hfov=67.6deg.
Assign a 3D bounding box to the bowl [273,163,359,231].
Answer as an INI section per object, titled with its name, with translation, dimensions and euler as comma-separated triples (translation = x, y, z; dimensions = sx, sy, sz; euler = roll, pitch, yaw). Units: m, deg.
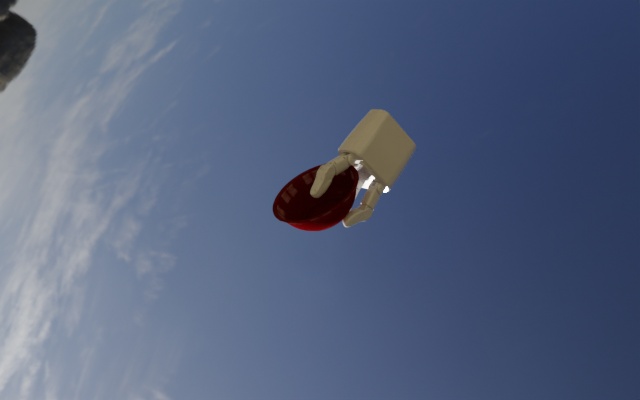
[bowl]
translation = -0.001, 0.004, 0.831
dimensions = 0.162, 0.055, 0.162
euler = -19, 32, 13
